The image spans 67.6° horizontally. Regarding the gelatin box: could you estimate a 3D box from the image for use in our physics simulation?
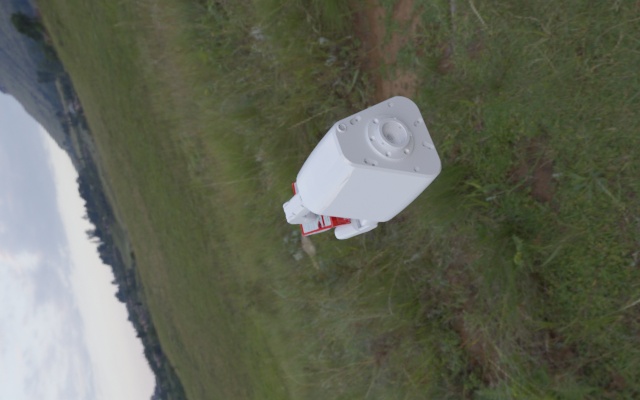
[{"bbox_3d":[0.000,0.002,0.608,0.030,0.073,0.089,-9,-7,-29],"label":"gelatin box"}]
